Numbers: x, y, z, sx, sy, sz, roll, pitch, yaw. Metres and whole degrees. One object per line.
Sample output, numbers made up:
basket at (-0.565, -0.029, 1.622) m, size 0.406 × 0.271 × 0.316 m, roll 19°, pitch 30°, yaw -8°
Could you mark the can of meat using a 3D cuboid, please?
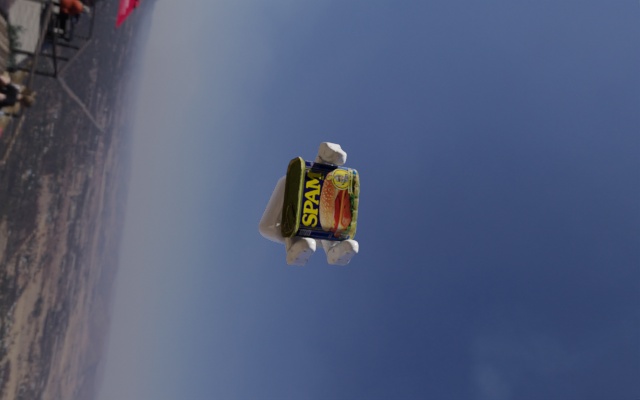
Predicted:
can of meat at (0.000, 0.002, 0.616) m, size 0.084 × 0.102 × 0.057 m, roll 8°, pitch -7°, yaw -22°
